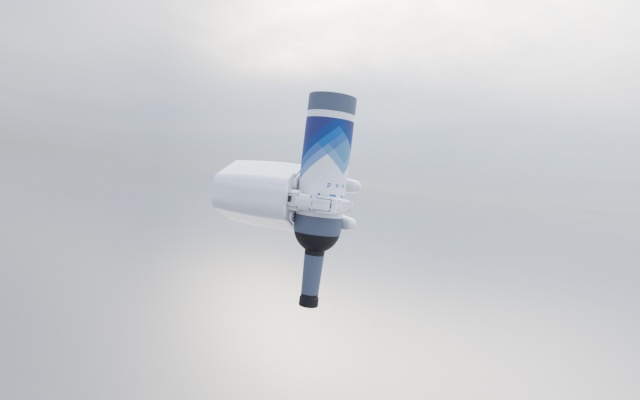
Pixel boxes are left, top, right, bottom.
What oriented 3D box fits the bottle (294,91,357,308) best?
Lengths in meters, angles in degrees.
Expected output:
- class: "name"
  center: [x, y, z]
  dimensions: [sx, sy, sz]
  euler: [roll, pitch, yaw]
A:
- class: "bottle"
  center: [0.000, 0.002, 0.665]
  dimensions: [0.069, 0.296, 0.069]
  euler: [7, 3, 0]
